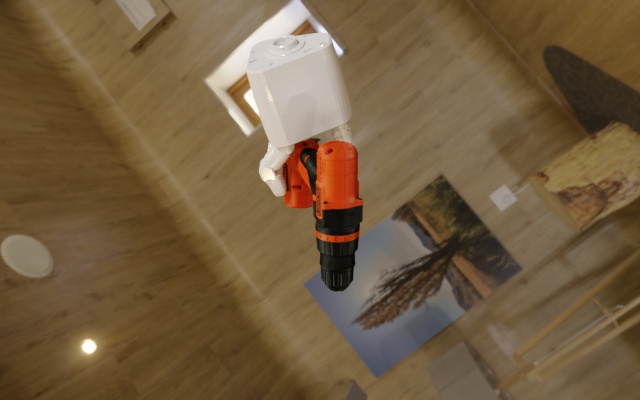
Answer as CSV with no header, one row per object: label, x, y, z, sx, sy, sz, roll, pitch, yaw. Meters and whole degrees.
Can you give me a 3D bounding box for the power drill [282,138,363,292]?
power drill,0.000,0.002,0.620,0.057,0.184,0.187,-5,19,-19
